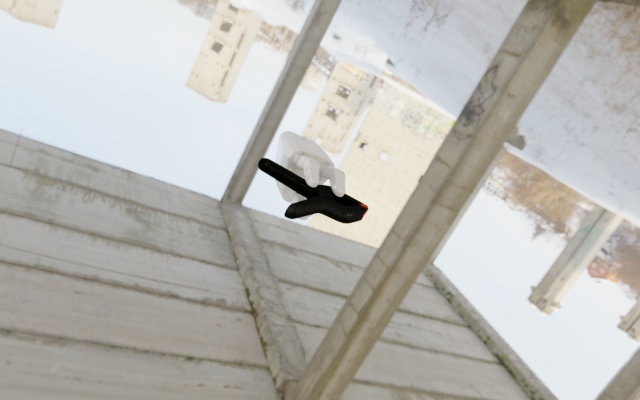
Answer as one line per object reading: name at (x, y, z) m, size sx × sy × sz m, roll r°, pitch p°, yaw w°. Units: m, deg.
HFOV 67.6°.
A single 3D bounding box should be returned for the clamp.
clamp at (0.000, 0.003, 0.815) m, size 0.210 × 0.036 × 0.164 m, roll 20°, pitch 24°, yaw -27°
